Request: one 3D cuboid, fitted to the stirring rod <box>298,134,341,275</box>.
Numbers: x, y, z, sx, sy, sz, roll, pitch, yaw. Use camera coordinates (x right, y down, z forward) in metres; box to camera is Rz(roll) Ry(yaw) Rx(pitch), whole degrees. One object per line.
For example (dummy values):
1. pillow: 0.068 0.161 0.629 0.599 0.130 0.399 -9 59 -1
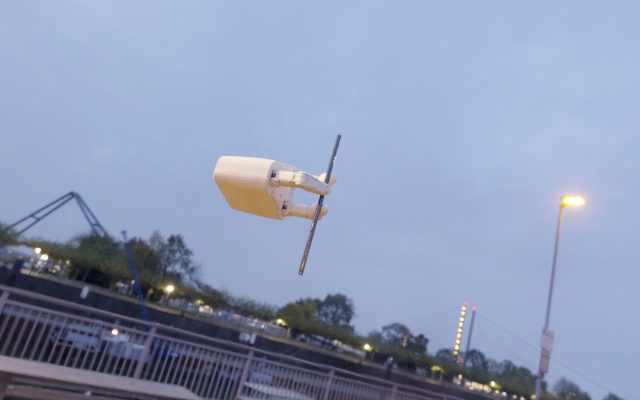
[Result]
1. stirring rod: 0.000 0.003 0.766 0.011 0.239 0.011 15 -16 4
